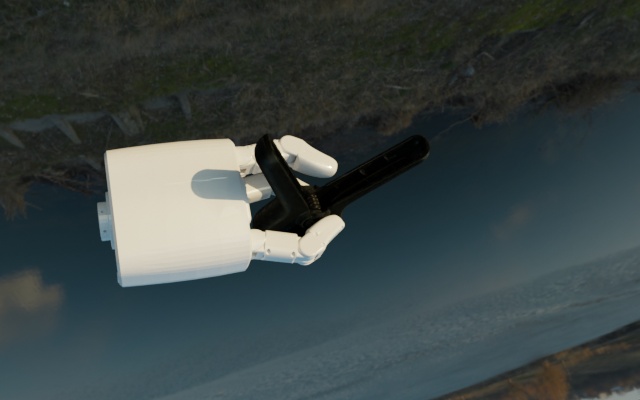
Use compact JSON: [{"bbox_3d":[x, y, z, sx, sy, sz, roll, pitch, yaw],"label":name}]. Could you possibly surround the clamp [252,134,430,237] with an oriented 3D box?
[{"bbox_3d":[0.000,0.003,0.462,0.164,0.036,0.210,-7,-28,-23],"label":"clamp"}]
